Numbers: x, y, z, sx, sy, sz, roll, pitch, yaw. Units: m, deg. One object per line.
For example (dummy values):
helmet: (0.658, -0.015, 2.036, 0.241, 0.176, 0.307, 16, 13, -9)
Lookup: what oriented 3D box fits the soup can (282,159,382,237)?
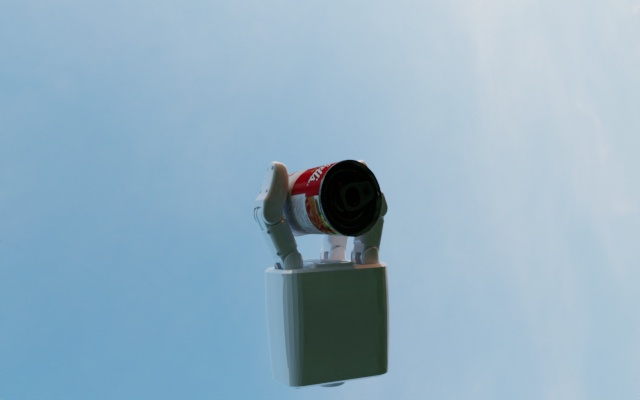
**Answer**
soup can: (0.000, 0.001, 0.457, 0.068, 0.068, 0.102, 0, -4, -34)
